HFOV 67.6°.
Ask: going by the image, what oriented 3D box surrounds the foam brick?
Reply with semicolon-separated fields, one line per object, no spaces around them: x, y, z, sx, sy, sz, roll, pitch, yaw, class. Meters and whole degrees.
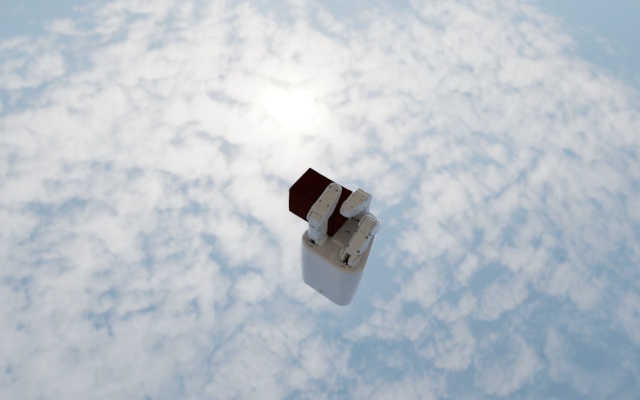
0.000;0.002;0.667;0.078;0.051;0.053;31;56;19;foam brick
